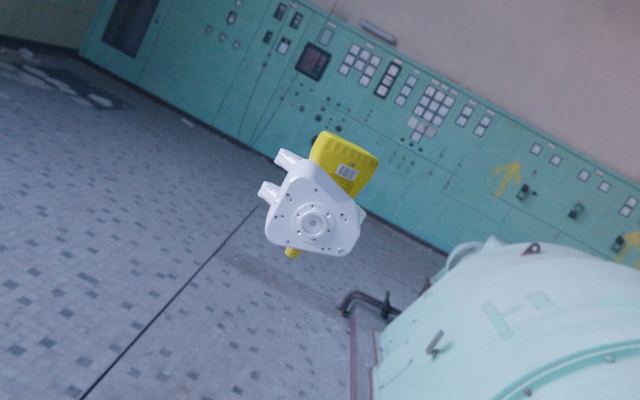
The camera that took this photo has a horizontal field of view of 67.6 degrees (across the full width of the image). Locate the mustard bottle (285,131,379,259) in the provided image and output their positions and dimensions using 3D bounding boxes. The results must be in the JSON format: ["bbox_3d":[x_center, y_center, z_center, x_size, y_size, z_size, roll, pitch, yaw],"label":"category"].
[{"bbox_3d":[0.000,0.002,0.700,0.096,0.192,0.058,22,14,-30],"label":"mustard bottle"}]
